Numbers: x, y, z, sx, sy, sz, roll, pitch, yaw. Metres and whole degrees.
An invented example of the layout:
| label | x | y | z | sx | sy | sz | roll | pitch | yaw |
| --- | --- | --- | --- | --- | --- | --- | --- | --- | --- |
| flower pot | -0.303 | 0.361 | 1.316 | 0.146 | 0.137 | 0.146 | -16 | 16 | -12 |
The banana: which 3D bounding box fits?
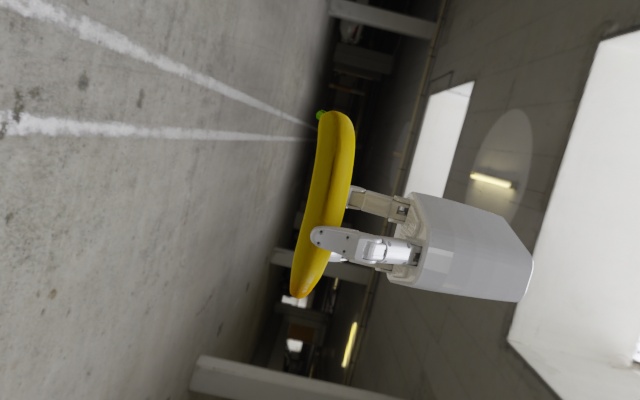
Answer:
| label | x | y | z | sx | sy | sz | roll | pitch | yaw |
| --- | --- | --- | --- | --- | --- | --- | --- | --- | --- |
| banana | 0.005 | -0.006 | 0.451 | 0.037 | 0.197 | 0.070 | 12 | -17 | -9 |
